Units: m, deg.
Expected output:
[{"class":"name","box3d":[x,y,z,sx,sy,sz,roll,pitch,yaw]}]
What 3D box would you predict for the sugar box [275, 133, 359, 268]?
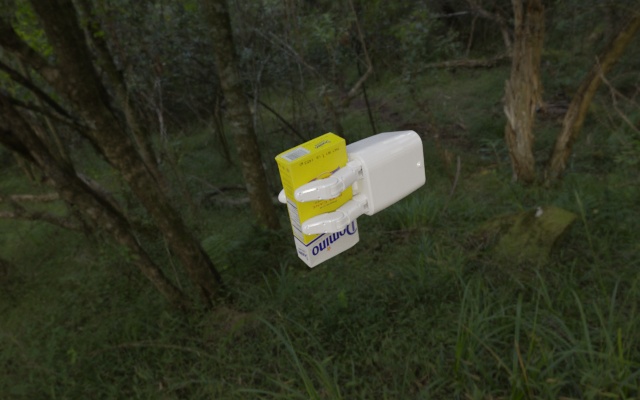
[{"class":"sugar box","box3d":[0.000,0.002,0.685,0.093,0.176,0.048,-26,32,-22]}]
